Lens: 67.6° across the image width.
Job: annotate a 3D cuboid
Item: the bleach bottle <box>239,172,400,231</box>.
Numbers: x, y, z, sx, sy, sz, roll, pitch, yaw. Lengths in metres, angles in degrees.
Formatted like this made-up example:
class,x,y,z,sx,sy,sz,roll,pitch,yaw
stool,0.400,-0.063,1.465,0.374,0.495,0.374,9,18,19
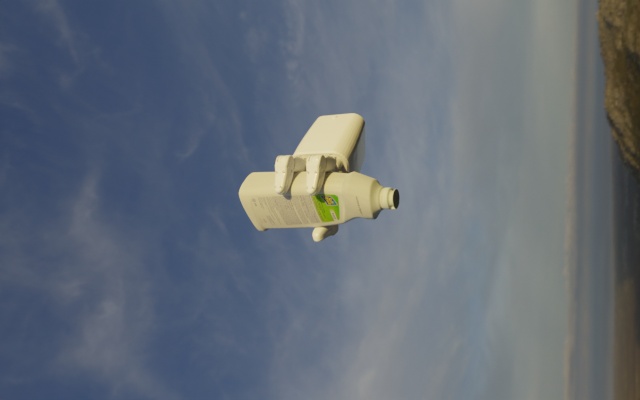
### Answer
class,x,y,z,sx,sy,sz,roll,pitch,yaw
bleach bottle,0.000,0.002,0.738,0.251,0.103,0.068,1,45,29
